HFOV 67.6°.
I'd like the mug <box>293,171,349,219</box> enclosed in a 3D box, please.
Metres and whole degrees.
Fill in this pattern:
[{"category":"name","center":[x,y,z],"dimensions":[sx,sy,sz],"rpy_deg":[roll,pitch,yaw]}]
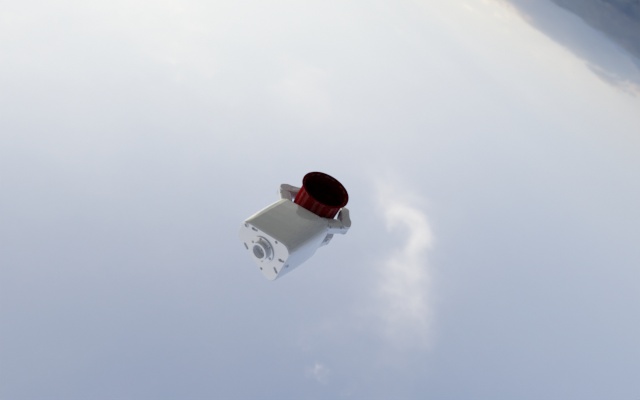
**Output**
[{"category":"mug","center":[0.001,0.003,0.893],"dimensions":[0.093,0.081,0.117],"rpy_deg":[43,39,14]}]
